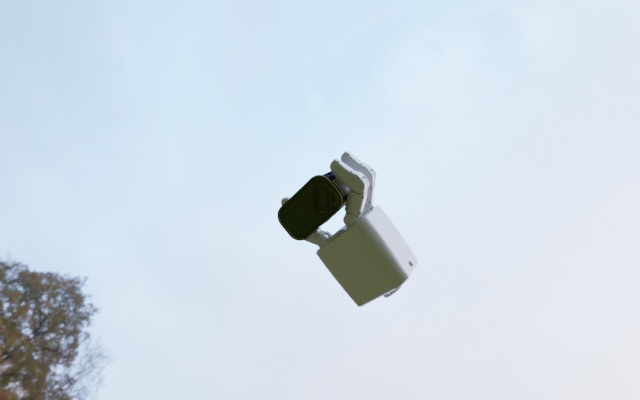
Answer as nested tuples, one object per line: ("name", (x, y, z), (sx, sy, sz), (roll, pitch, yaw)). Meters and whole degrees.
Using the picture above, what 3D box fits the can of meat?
("can of meat", (0.000, 0.002, 0.685), (0.102, 0.057, 0.084), (-43, -6, 27))
